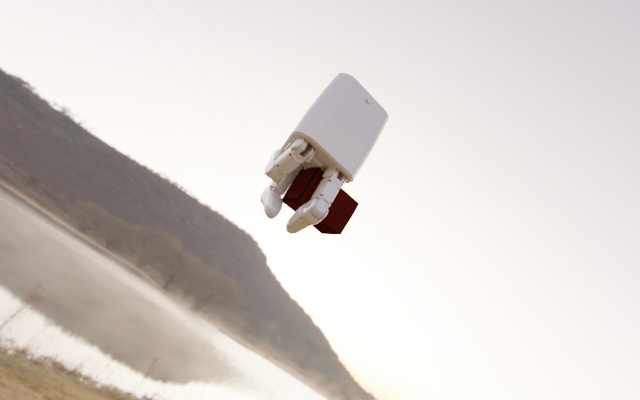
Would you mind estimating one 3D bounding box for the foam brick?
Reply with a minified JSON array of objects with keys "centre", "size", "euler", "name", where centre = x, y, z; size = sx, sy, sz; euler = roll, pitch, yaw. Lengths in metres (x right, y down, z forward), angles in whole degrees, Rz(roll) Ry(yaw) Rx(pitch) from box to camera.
[{"centre":[0.000,0.002,0.619],"size":[0.078,0.051,0.053],"euler":[41,-20,-24],"name":"foam brick"}]
